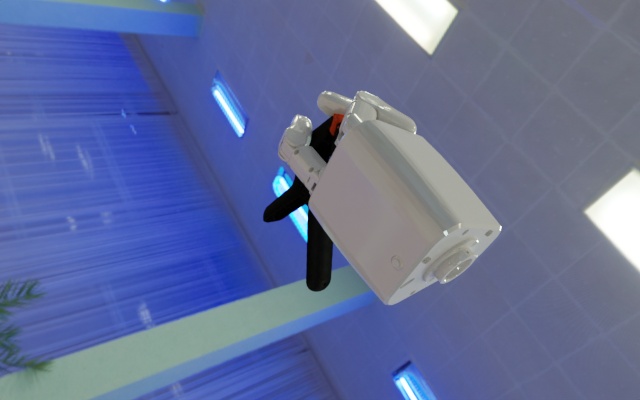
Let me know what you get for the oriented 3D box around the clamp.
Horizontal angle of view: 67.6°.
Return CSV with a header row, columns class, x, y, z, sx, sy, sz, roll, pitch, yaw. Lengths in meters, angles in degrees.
class,x,y,z,sx,sy,sz,roll,pitch,yaw
clamp,0.001,0.001,0.459,0.039,0.120,0.172,-11,-37,-39
